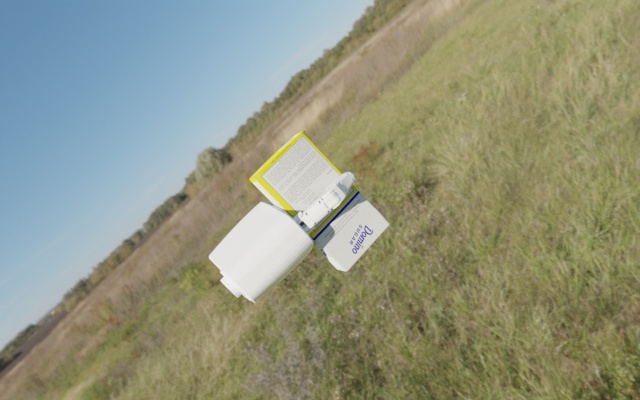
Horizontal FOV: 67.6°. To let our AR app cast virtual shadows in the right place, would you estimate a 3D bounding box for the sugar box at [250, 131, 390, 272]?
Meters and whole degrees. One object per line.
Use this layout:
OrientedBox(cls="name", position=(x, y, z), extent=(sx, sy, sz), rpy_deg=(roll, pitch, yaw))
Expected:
OrientedBox(cls="sugar box", position=(0.000, 0.002, 0.642), extent=(0.093, 0.176, 0.048), rpy_deg=(-45, 11, -14))
